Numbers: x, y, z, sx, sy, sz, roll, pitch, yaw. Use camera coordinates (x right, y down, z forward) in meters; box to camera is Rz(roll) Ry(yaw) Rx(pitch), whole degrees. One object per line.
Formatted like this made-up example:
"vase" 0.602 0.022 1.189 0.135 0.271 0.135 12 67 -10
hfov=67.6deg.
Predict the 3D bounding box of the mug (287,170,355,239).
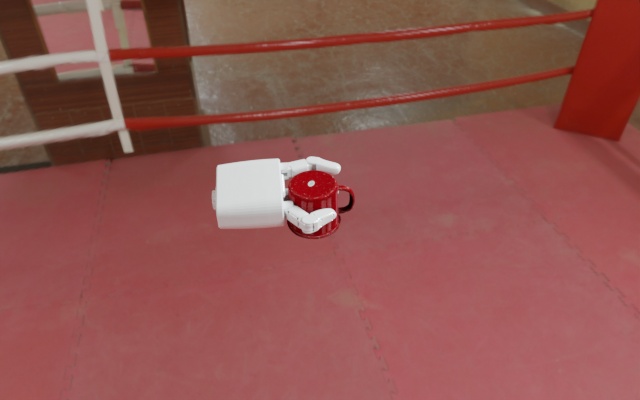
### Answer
"mug" 0.002 0.002 0.797 0.117 0.082 0.093 -5 39 -5
